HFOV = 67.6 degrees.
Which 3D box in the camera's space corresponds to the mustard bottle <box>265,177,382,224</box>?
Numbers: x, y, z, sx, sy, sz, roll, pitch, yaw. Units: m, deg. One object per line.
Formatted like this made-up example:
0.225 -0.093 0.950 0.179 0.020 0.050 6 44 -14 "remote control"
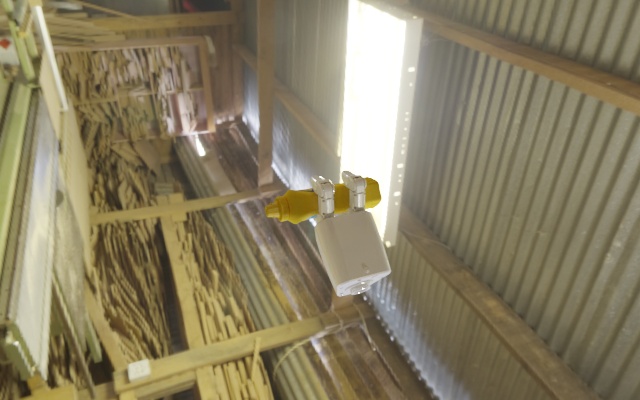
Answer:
0.000 0.002 0.809 0.191 0.058 0.096 -11 2 -20 "mustard bottle"
